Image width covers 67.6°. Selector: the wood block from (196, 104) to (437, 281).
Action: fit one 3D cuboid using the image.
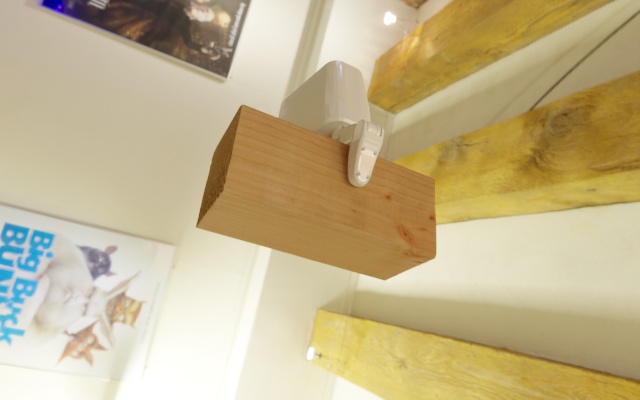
[{"bbox_3d":[0.000,0.001,0.458,0.206,0.090,0.091,18,-31,-21],"label":"wood block"}]
